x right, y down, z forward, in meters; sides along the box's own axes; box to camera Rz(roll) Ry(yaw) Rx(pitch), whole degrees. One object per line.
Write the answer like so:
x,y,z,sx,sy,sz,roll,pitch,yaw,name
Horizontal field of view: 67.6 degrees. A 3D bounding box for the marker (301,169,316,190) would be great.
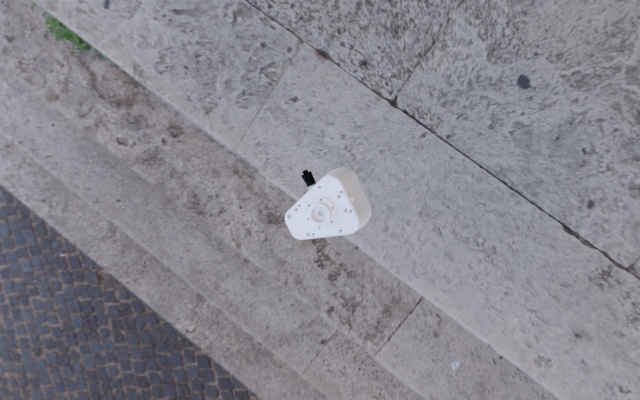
0.000,0.003,0.813,0.020,0.121,0.020,-27,1,1,marker
